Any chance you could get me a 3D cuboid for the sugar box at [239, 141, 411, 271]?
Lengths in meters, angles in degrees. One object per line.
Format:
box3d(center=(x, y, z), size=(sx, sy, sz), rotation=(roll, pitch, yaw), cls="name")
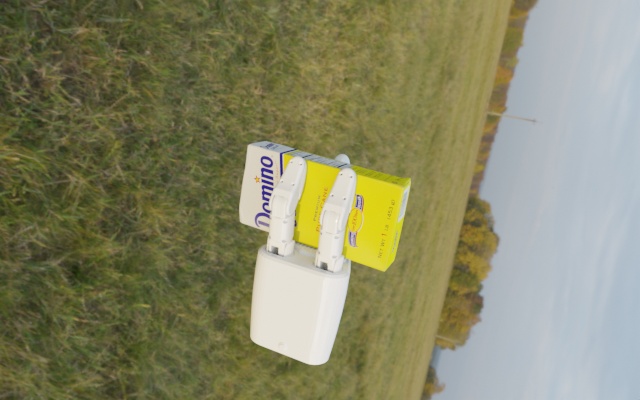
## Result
box3d(center=(0.000, 0.002, 0.508), size=(0.176, 0.093, 0.048), rotation=(15, 18, 18), cls="sugar box")
